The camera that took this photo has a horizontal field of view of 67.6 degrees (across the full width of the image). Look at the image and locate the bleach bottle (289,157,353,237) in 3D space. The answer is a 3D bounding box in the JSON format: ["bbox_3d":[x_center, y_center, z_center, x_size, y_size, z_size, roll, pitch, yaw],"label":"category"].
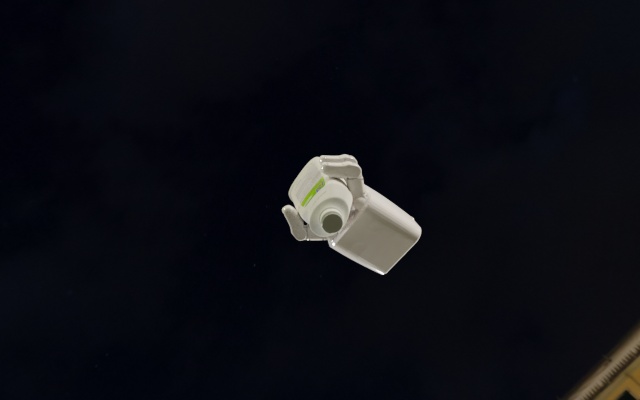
[{"bbox_3d":[0.000,0.002,0.756,0.068,0.102,0.250,32,11,-13],"label":"bleach bottle"}]
